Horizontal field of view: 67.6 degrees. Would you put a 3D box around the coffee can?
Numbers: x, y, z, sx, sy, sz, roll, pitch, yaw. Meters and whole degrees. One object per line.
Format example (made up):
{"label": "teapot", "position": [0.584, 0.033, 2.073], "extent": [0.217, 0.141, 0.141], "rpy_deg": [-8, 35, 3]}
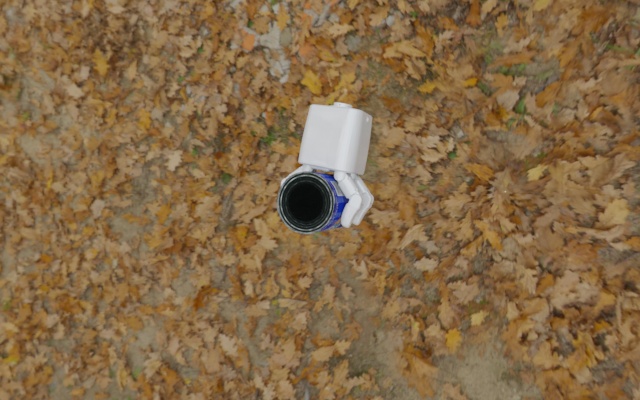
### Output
{"label": "coffee can", "position": [0.000, 0.003, 0.835], "extent": [0.103, 0.103, 0.140], "rpy_deg": [0, 1, 21]}
